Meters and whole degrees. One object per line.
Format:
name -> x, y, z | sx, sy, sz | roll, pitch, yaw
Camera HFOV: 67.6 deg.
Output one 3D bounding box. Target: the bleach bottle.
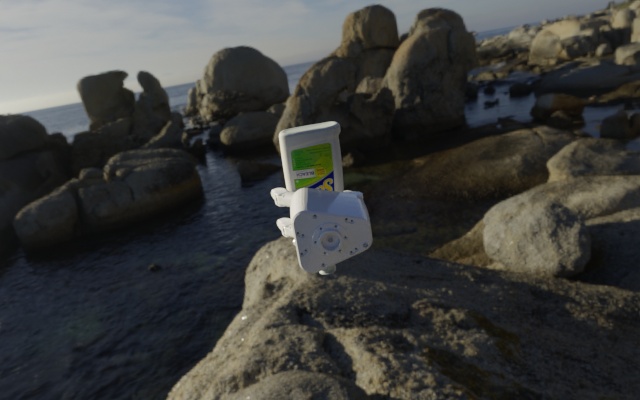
bleach bottle -> 0.000, 0.003, 0.793 | 0.102, 0.251, 0.068 | -10, 16, 1
